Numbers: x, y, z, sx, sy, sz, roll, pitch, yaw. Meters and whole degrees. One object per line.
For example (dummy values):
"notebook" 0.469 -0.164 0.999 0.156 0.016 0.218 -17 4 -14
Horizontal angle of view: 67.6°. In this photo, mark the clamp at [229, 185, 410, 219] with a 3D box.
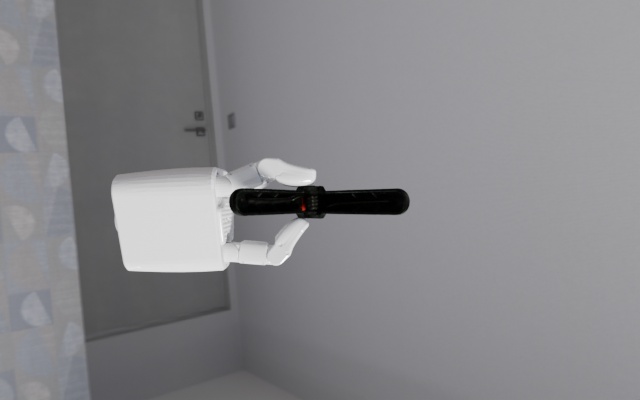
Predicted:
"clamp" 0.000 0.003 0.519 0.164 0.036 0.210 1 0 0
